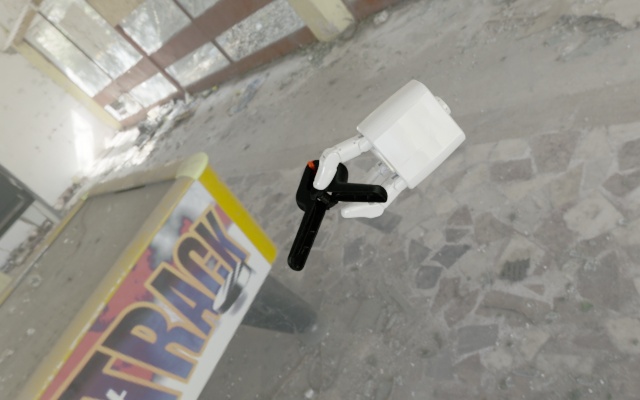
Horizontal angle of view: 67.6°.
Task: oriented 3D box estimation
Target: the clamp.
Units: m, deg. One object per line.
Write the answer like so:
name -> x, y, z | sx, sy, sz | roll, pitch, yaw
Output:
clamp -> 0.000, 0.001, 0.699 | 0.036, 0.164, 0.210 | 44, 8, -28
